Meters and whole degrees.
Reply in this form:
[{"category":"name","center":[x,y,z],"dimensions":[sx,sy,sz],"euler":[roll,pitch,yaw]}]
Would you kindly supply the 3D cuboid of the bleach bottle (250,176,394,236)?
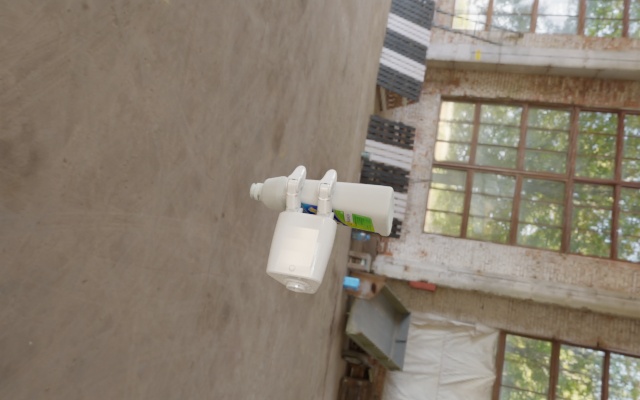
[{"category":"bleach bottle","center":[0.000,0.003,0.840],"dimensions":[0.251,0.068,0.103],"euler":[8,-24,14]}]
